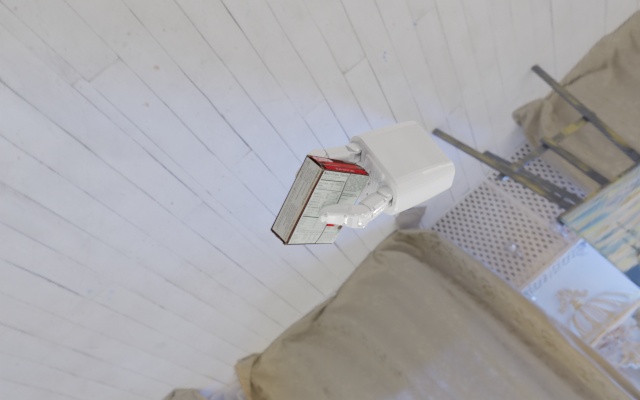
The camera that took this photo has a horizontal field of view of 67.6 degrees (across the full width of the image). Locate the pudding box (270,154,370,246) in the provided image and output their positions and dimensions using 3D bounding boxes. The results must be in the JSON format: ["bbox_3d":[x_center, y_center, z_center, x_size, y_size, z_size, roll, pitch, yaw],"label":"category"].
[{"bbox_3d":[0.000,0.002,0.598,0.090,0.113,0.039,5,28,-46],"label":"pudding box"}]
